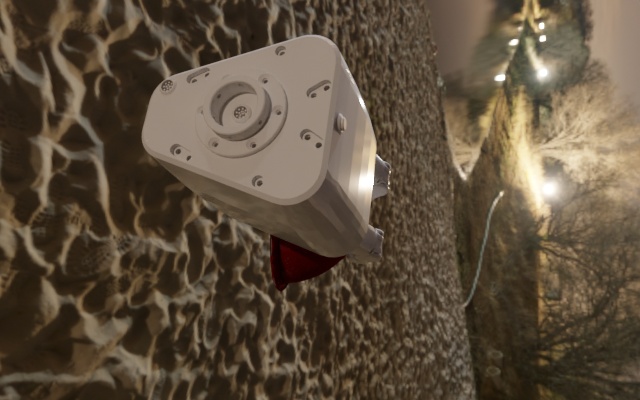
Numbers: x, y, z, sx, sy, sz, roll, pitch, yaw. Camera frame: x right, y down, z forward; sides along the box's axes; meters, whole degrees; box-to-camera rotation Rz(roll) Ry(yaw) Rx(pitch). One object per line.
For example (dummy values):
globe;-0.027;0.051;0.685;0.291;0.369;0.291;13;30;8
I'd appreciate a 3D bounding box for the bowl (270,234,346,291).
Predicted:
bowl;0.001;0.001;0.420;0.055;0.162;0.162;6;1;6
